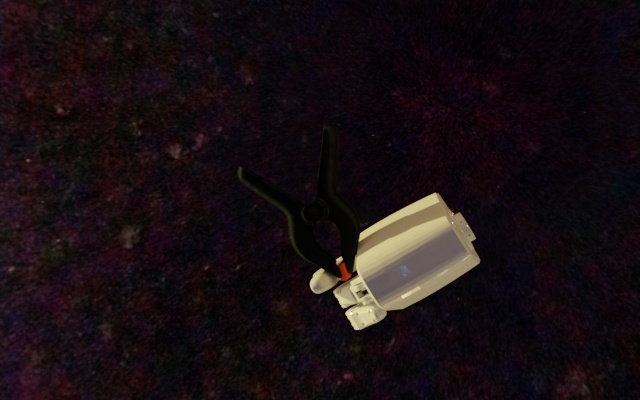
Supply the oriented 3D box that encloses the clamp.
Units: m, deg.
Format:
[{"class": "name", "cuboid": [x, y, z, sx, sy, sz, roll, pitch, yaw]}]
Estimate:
[{"class": "clamp", "cuboid": [0.000, 0.002, 0.525, 0.120, 0.171, 0.039, -35, 1, 12]}]
